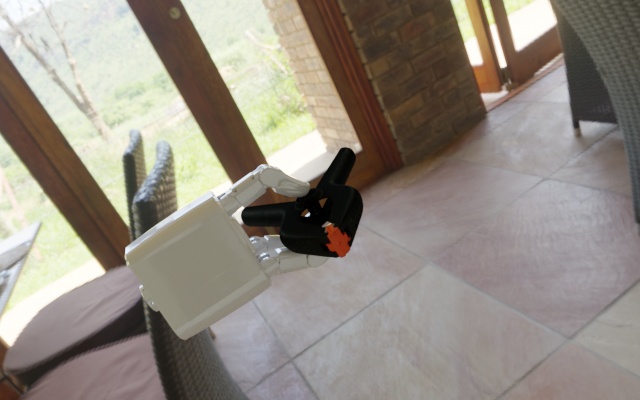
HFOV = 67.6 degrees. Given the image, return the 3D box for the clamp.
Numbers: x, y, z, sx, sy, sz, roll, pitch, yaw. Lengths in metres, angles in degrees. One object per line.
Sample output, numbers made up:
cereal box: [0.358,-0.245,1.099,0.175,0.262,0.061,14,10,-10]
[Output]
clamp: [0.000,0.001,0.526,0.164,0.036,0.210,-36,23,-9]
